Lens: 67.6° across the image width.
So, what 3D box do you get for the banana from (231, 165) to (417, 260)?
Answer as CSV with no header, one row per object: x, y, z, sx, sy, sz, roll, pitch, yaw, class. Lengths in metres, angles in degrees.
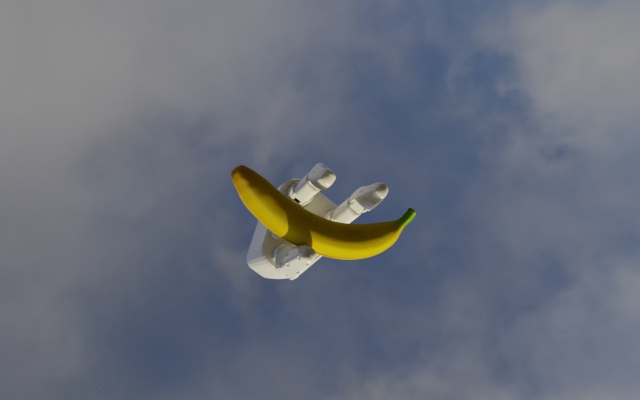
-0.001,0.021,0.488,0.198,0.069,0.037,14,-6,-17,banana
